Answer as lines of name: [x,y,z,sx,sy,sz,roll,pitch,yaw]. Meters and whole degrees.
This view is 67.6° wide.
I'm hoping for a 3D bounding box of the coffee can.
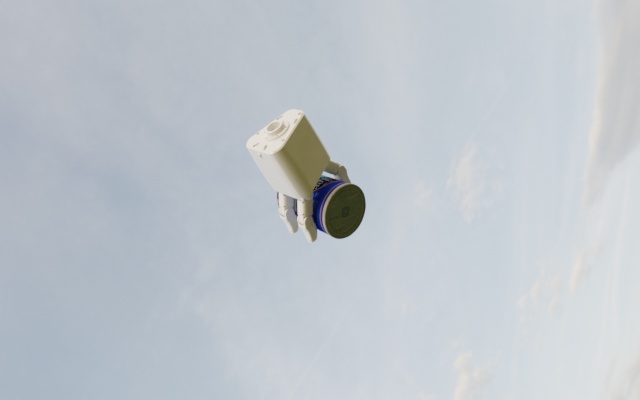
coffee can: [0.000,0.003,0.898,0.103,0.103,0.140,0,14,-43]
